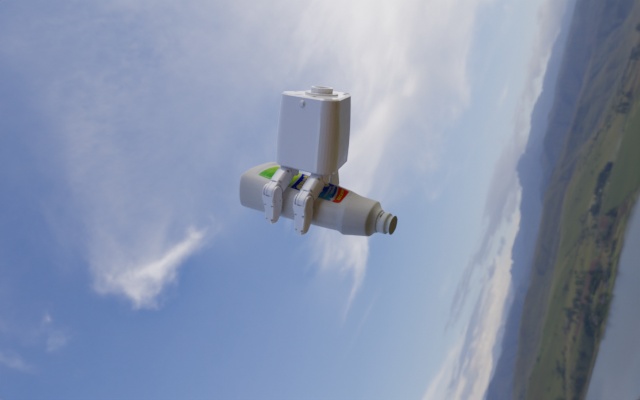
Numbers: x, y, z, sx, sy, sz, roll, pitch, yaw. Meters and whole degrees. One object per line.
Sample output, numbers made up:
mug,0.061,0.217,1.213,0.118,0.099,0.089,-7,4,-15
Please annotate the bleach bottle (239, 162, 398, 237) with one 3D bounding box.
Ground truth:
bleach bottle,0.000,0.002,0.728,0.251,0.068,0.102,16,23,29
